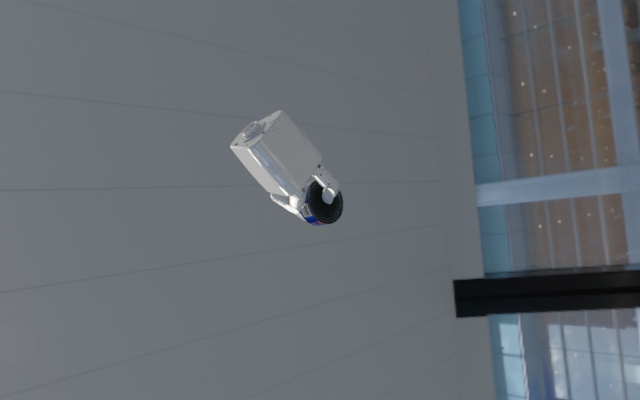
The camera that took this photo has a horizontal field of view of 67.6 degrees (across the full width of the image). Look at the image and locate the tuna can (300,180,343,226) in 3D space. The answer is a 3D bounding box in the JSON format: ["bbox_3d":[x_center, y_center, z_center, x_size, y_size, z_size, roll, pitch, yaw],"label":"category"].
[{"bbox_3d":[0.000,0.003,0.875,0.086,0.086,0.034,0,-9,-42],"label":"tuna can"}]
